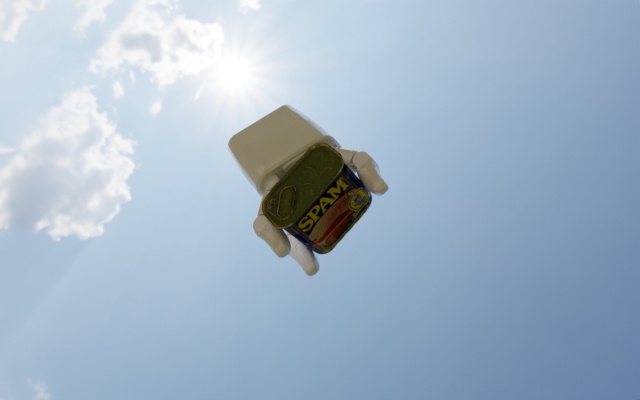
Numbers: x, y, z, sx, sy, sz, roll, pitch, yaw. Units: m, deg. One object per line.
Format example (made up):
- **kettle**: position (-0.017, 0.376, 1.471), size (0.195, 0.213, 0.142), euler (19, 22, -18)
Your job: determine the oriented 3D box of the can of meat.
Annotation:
- **can of meat**: position (0.000, 0.002, 0.529), size (0.057, 0.102, 0.084), euler (42, 0, 42)
